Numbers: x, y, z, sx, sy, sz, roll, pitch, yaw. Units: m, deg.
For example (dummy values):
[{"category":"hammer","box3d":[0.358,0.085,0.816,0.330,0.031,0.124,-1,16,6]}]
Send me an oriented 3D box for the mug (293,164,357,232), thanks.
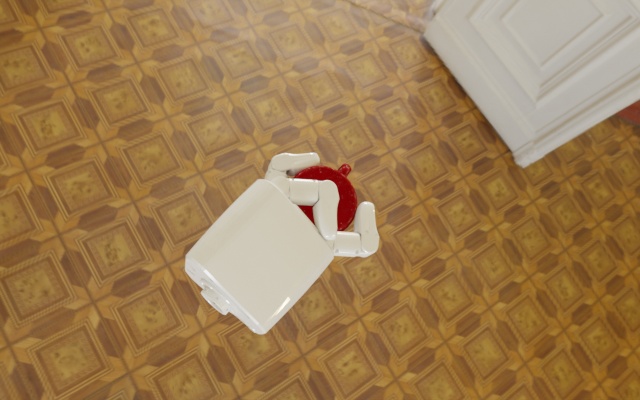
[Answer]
[{"category":"mug","box3d":[0.001,0.001,0.561,0.093,0.117,0.081,41,-24,0]}]
